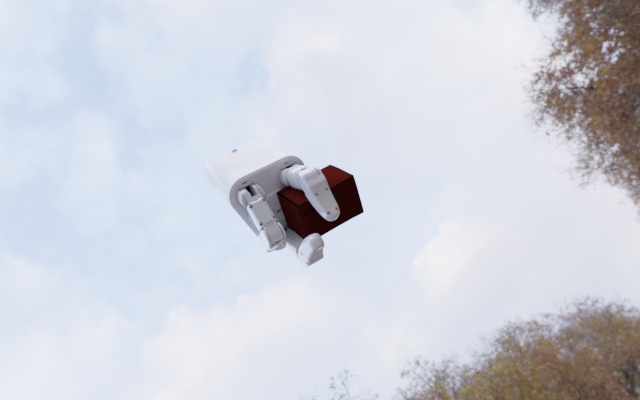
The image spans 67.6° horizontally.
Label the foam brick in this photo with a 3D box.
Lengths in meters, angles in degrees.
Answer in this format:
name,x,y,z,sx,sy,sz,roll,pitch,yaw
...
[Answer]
name,x,y,z,sx,sy,sz,roll,pitch,yaw
foam brick,0.000,0.002,0.548,0.078,0.053,0.051,-28,30,-21
